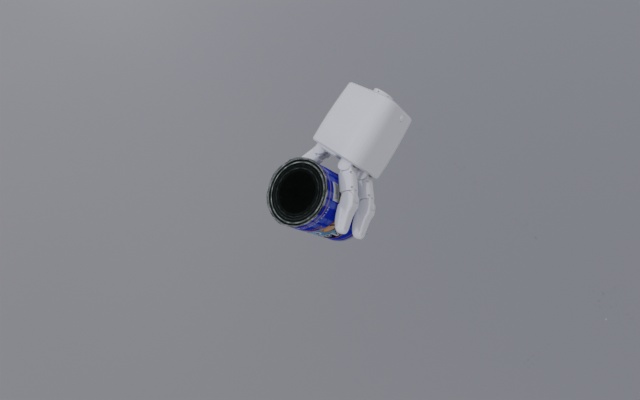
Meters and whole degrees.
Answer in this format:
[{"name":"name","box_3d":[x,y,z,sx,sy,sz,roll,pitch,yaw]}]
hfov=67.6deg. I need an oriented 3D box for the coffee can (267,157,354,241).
[{"name":"coffee can","box_3d":[0.000,0.003,0.730,0.103,0.102,0.140,0,-12,31]}]
